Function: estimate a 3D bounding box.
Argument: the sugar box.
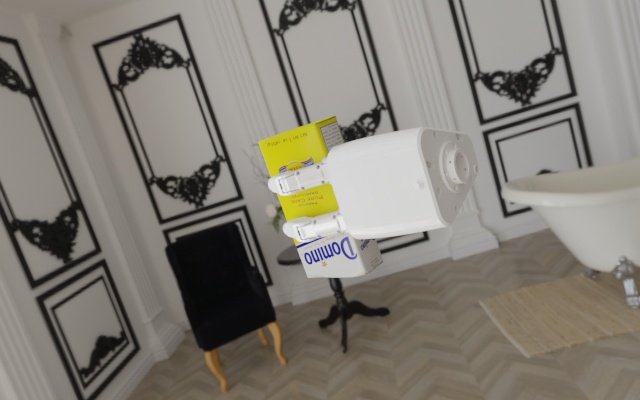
[{"bbox_3d":[0.000,0.002,0.546,0.093,0.176,0.048,-11,11,42],"label":"sugar box"}]
